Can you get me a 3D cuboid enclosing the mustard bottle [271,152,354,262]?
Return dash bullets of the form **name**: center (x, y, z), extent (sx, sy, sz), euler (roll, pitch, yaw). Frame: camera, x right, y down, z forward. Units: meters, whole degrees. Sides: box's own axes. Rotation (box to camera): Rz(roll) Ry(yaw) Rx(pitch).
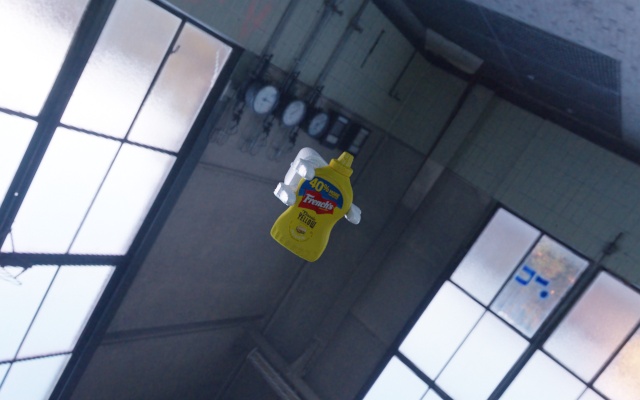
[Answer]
- **mustard bottle**: center (0.000, 0.003, 0.819), extent (0.096, 0.191, 0.058), euler (33, 11, 10)
